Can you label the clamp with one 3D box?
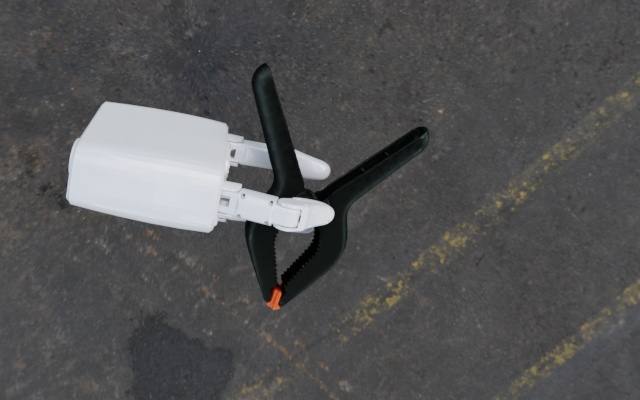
[{"bbox_3d":[0.000,0.002,0.429,0.164,0.210,0.036,11,14,-14],"label":"clamp"}]
